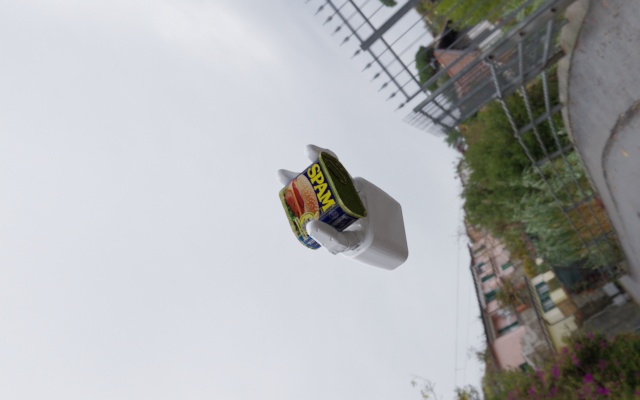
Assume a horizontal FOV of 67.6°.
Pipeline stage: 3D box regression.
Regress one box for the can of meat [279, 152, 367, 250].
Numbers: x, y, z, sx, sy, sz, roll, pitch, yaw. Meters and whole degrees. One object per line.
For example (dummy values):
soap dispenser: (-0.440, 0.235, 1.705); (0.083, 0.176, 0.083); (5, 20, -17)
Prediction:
can of meat: (0.000, 0.002, 0.626); (0.084, 0.102, 0.057); (-39, -35, 23)
